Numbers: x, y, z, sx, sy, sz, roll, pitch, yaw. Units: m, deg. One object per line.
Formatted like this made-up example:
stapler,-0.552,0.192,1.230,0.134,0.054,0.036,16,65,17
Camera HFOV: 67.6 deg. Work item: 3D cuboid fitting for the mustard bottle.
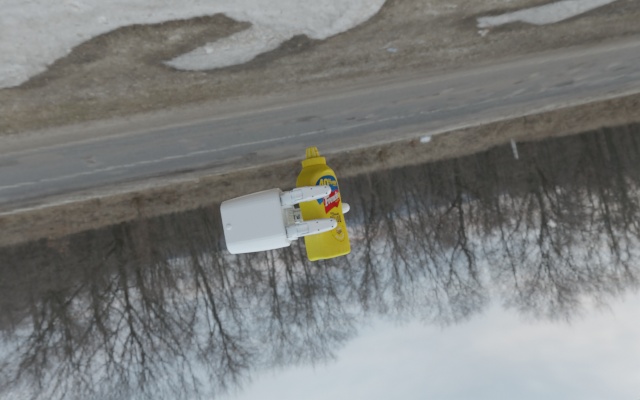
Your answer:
mustard bottle,0.000,0.003,0.822,0.058,0.191,0.096,-13,-5,34
